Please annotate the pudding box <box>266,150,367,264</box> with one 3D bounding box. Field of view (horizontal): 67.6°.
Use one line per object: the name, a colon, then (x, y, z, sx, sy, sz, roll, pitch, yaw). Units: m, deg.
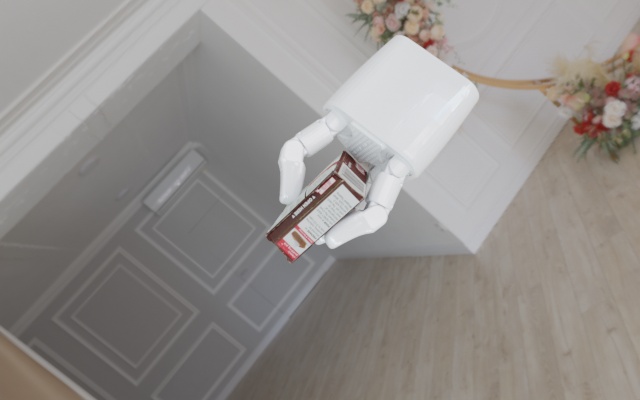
pudding box: (0.000, 0.001, 0.457, 0.090, 0.039, 0.113, -44, 4, 15)
